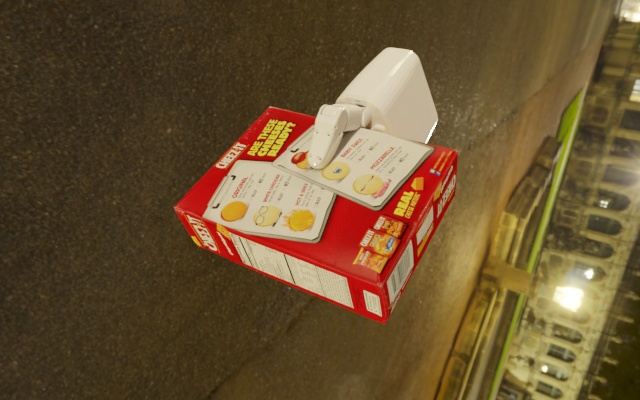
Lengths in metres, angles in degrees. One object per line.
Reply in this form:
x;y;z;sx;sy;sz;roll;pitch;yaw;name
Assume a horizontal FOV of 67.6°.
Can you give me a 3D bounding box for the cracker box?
0.000;0.001;0.457;0.213;0.072;0.164;17;53;27;cracker box
